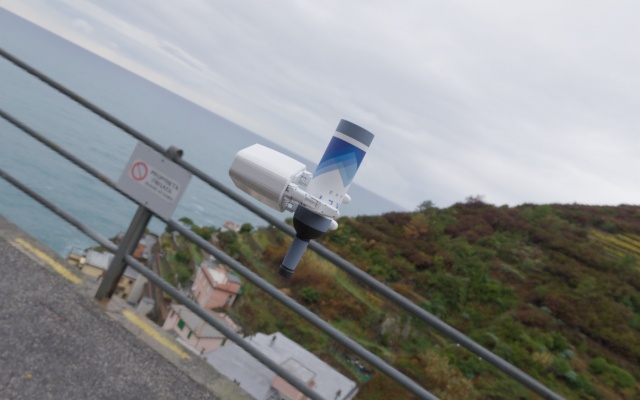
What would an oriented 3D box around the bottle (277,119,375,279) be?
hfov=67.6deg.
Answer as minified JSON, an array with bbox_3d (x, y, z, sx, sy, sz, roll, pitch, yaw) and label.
[{"bbox_3d":[0.000,0.003,0.847,0.069,0.296,0.069,26,4,-2],"label":"bottle"}]
